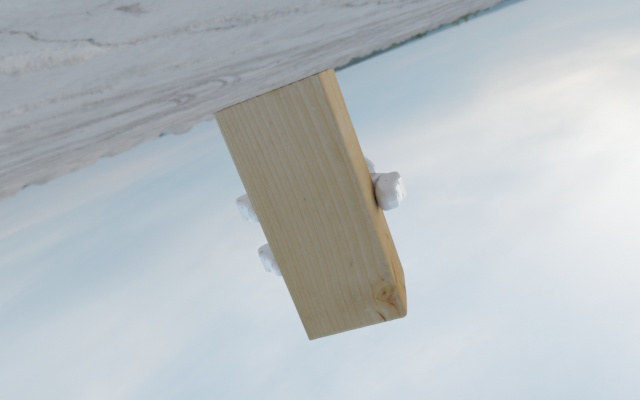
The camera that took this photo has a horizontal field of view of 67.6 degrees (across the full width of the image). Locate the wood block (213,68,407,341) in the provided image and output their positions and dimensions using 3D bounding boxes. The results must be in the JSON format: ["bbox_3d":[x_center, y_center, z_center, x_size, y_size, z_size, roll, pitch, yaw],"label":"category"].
[{"bbox_3d":[0.000,0.001,0.415,0.091,0.206,0.090,-18,15,13],"label":"wood block"}]
